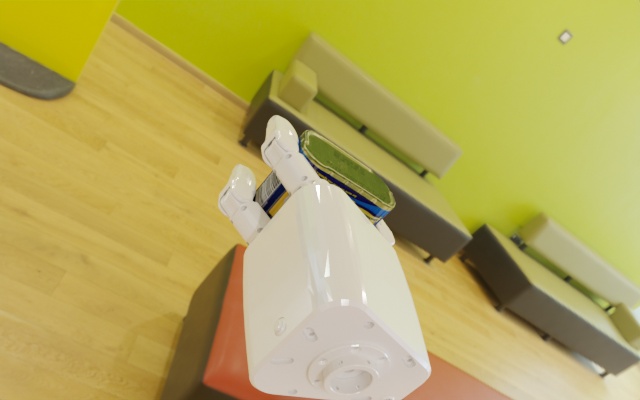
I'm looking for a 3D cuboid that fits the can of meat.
[{"bbox_3d":[0.000,0.001,0.409,0.102,0.084,0.057,31,27,-24],"label":"can of meat"}]
